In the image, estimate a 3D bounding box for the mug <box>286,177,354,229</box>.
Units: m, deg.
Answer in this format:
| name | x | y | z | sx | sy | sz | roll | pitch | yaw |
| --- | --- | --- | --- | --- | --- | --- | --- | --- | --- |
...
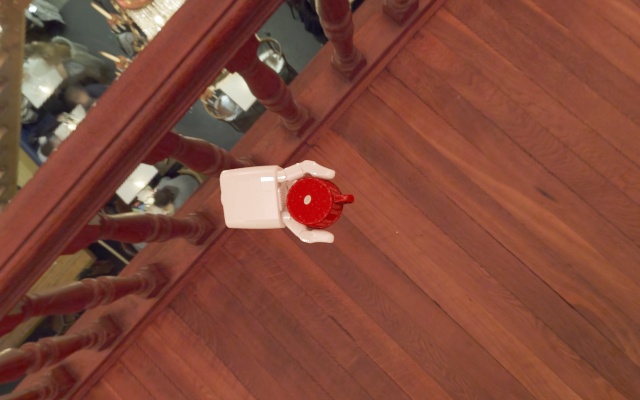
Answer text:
| name | x | y | z | sx | sy | sz | roll | pitch | yaw |
| --- | --- | --- | --- | --- | --- | --- | --- | --- | --- |
| mug | 0.002 | 0.003 | 0.826 | 0.117 | 0.093 | 0.081 | -3 | -4 | 11 |
